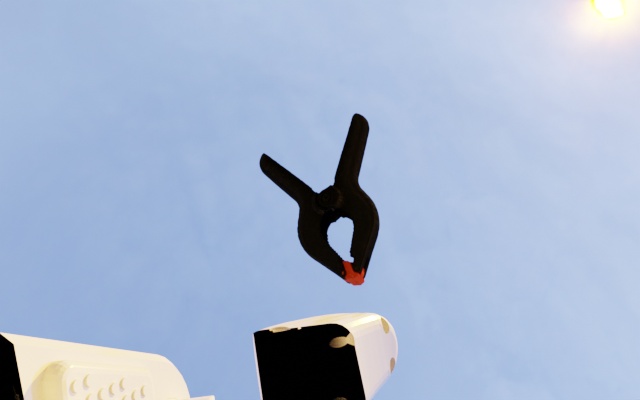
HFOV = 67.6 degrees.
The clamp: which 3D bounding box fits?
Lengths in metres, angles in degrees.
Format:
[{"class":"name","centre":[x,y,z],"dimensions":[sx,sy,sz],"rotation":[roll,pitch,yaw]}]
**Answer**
[{"class":"clamp","centre":[0.000,0.002,0.464],"dimensions":[0.120,0.171,0.039],"rotation":[-17,-29,20]}]
